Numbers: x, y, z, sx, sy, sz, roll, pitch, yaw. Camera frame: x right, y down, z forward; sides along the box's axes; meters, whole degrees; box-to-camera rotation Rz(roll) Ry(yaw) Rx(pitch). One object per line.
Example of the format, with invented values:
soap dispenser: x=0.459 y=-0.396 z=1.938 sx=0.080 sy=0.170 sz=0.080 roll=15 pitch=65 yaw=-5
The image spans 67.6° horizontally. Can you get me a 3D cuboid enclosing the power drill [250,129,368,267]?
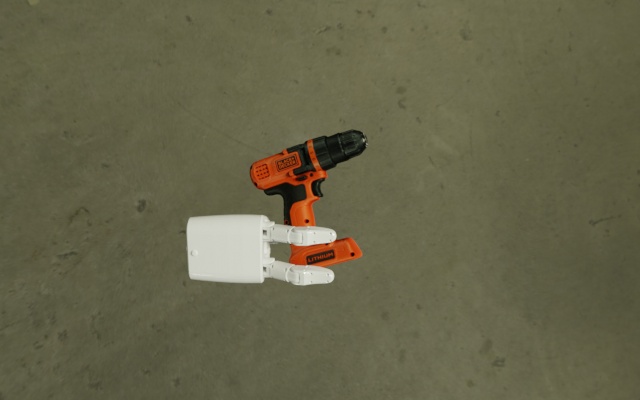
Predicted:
power drill: x=0.000 y=0.003 z=0.703 sx=0.184 sy=0.187 sz=0.057 roll=-18 pitch=-9 yaw=15
